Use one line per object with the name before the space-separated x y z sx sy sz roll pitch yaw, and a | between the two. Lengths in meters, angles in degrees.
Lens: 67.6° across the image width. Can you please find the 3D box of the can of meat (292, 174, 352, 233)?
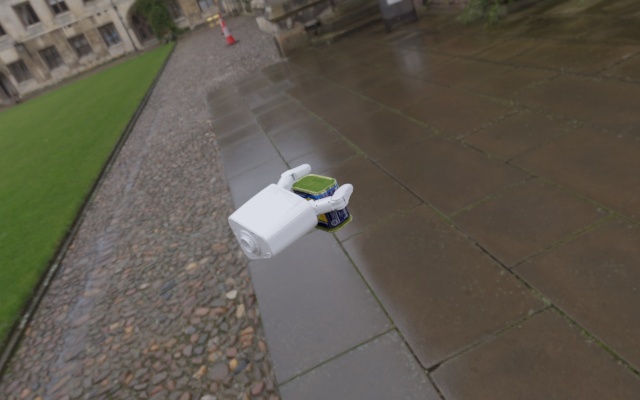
can of meat | 0.000 0.003 0.877 0.057 0.084 0.102 -37 29 -27
